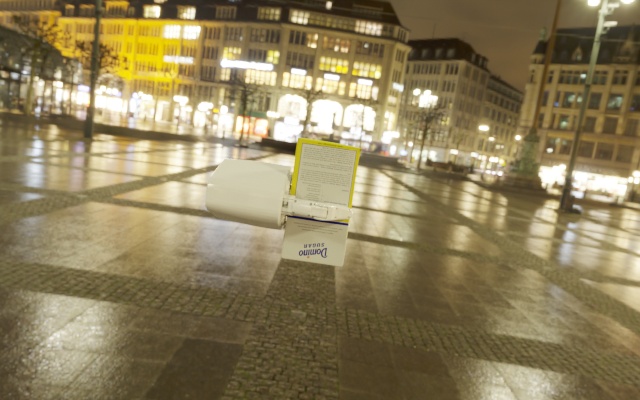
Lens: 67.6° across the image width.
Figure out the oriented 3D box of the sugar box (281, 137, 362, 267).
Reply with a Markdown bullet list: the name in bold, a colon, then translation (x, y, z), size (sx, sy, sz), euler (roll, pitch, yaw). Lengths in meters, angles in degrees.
- **sugar box**: translation (0.000, 0.002, 0.699), size (0.093, 0.176, 0.048), euler (9, 7, -1)
